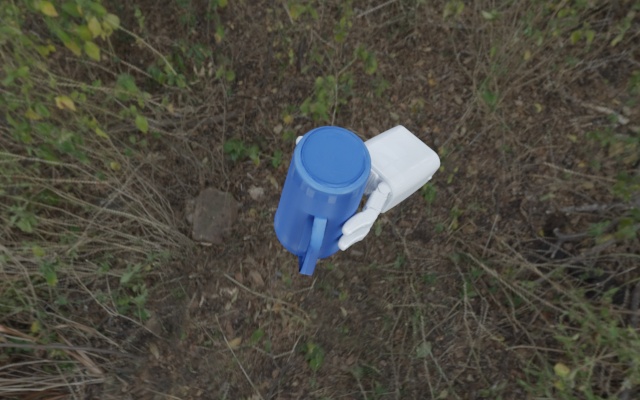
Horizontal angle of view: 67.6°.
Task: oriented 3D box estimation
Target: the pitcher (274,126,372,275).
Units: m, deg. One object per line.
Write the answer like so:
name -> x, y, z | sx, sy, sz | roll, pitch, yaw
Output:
pitcher -> 0.000, 0.002, 0.743 | 0.145, 0.149, 0.243 | -31, -17, -21
